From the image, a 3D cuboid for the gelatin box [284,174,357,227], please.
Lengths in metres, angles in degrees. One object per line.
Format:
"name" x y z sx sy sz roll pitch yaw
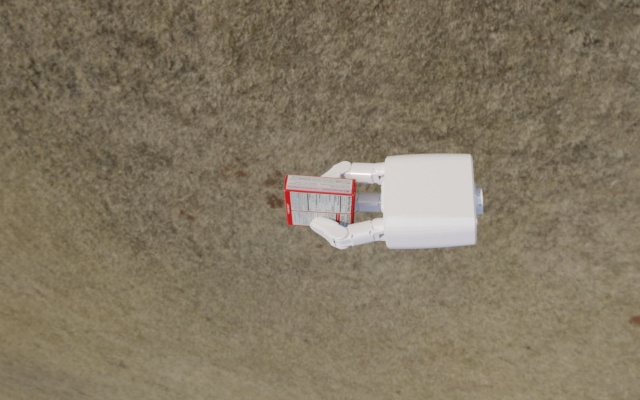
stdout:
"gelatin box" 0.000 0.002 0.610 0.089 0.030 0.073 3 -38 3
